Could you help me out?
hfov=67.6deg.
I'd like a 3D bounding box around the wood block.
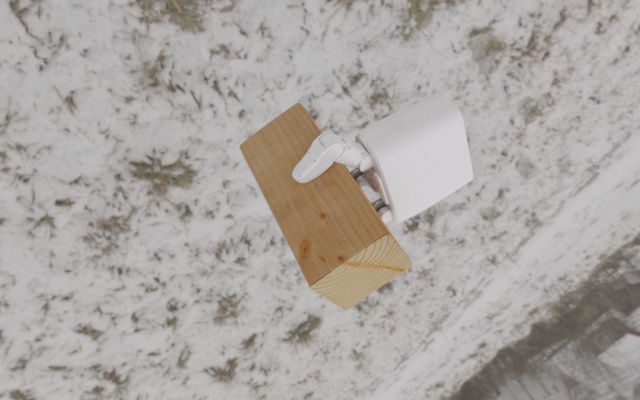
[{"bbox_3d":[0.000,0.001,0.525,0.090,0.206,0.091,-35,-36,6],"label":"wood block"}]
